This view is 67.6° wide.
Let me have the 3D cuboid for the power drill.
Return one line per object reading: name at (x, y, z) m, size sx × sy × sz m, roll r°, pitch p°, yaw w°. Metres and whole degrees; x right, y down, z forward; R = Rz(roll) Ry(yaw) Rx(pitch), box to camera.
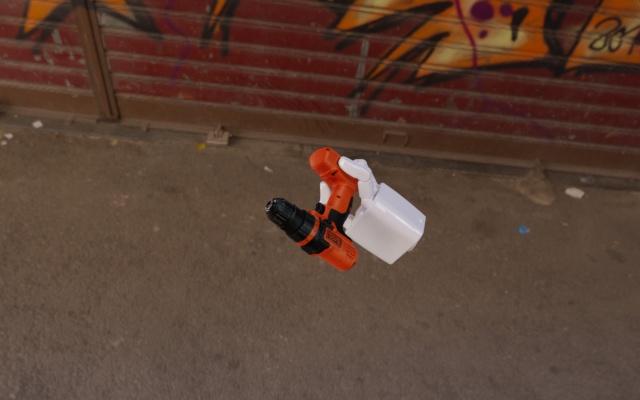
power drill at (0.000, 0.002, 0.802) m, size 0.057 × 0.187 × 0.184 m, roll -23°, pitch -51°, yaw 41°
